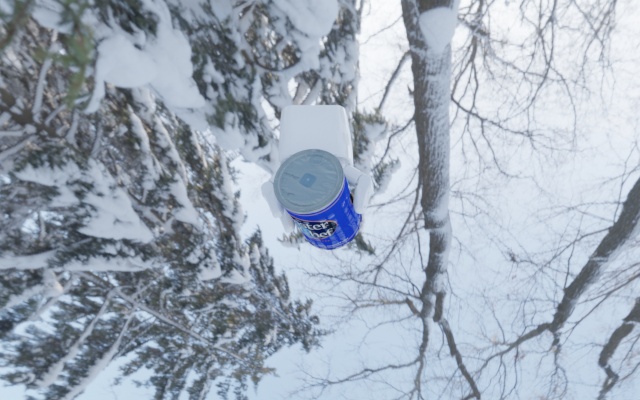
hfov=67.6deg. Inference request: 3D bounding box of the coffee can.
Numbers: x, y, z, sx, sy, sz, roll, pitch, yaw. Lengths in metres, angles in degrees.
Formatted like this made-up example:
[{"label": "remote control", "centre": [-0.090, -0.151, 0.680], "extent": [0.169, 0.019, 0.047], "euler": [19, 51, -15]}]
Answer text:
[{"label": "coffee can", "centre": [0.000, 0.002, 0.725], "extent": [0.103, 0.102, 0.140], "euler": [0, -27, 17]}]
